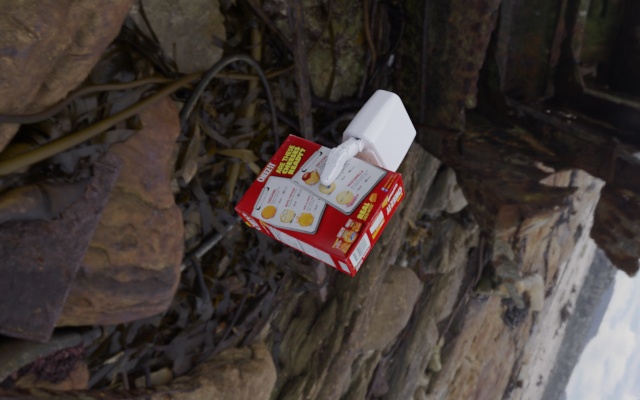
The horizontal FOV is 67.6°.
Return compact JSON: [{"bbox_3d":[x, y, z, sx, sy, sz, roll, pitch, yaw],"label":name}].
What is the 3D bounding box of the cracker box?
[{"bbox_3d":[0.000,0.002,0.757,0.213,0.164,0.072,22,-24,28],"label":"cracker box"}]
